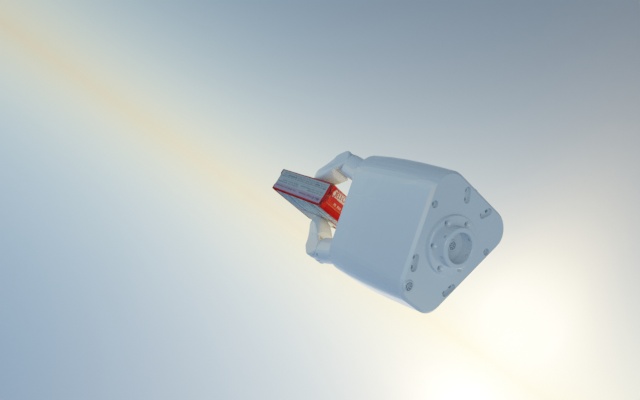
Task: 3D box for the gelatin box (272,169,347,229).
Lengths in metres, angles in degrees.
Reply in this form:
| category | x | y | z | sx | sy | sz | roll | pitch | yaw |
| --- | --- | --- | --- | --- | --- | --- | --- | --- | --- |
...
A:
| category | x | y | z | sx | sy | sz | roll | pitch | yaw |
| --- | --- | --- | --- | --- | --- | --- | --- | --- | --- |
| gelatin box | 0.000 | 0.002 | 0.529 | 0.089 | 0.030 | 0.073 | 18 | -17 | 47 |
